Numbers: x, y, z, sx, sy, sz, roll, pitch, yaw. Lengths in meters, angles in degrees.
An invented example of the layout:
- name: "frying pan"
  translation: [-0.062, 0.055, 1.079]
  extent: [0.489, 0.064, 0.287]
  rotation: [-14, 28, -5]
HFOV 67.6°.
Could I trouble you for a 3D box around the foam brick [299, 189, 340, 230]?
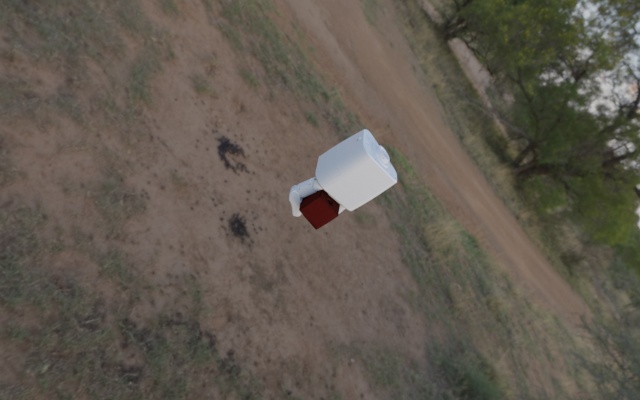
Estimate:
- name: "foam brick"
  translation: [0.000, 0.003, 0.874]
  extent: [0.051, 0.053, 0.078]
  rotation: [-31, 24, 24]
